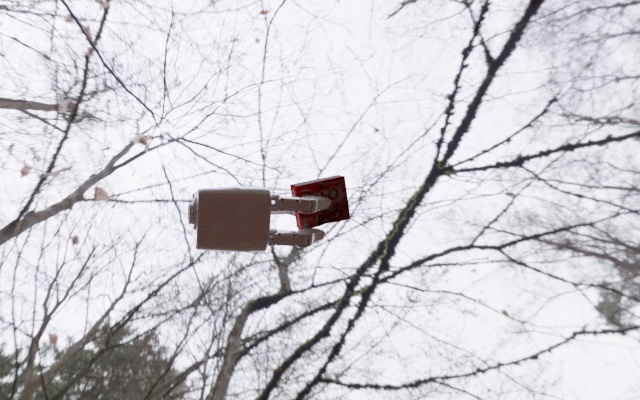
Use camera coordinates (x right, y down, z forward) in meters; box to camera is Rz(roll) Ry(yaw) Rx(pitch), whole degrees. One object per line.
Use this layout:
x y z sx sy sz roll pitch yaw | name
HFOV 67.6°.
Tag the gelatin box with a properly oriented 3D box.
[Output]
0.000 0.002 0.773 0.089 0.073 0.030 -12 12 -18 | gelatin box
